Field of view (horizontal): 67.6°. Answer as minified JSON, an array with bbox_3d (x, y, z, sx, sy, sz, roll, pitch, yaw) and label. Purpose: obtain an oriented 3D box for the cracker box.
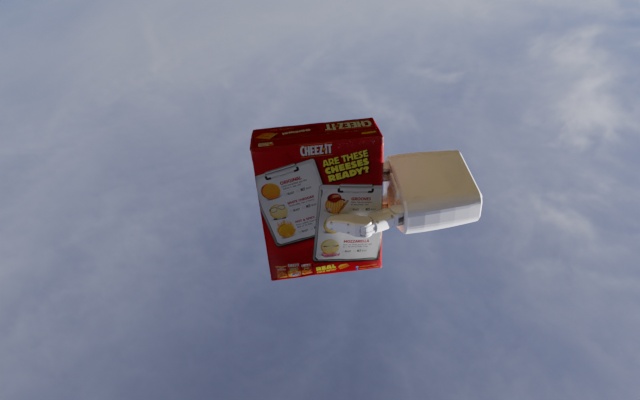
[{"bbox_3d":[0.000,0.002,0.656,0.164,0.214,0.072,-6,33,-3],"label":"cracker box"}]
